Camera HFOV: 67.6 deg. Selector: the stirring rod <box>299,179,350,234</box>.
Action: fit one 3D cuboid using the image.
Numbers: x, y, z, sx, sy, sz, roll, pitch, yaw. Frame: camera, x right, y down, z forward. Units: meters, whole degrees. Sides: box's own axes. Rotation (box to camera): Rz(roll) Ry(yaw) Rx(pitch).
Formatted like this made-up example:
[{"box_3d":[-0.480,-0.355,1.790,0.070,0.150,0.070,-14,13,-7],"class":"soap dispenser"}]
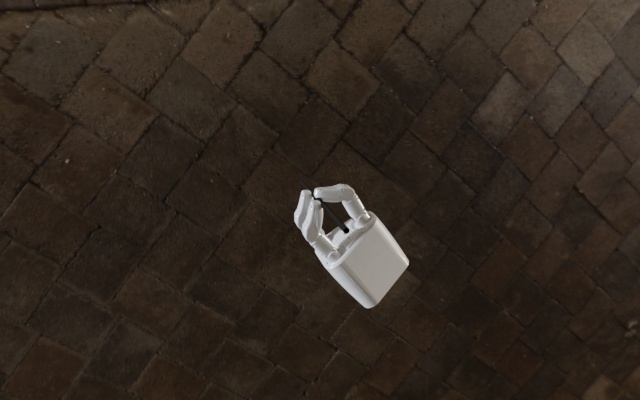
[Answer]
[{"box_3d":[0.000,0.002,0.694,0.011,0.011,0.239,0,17,-16],"class":"stirring rod"}]
